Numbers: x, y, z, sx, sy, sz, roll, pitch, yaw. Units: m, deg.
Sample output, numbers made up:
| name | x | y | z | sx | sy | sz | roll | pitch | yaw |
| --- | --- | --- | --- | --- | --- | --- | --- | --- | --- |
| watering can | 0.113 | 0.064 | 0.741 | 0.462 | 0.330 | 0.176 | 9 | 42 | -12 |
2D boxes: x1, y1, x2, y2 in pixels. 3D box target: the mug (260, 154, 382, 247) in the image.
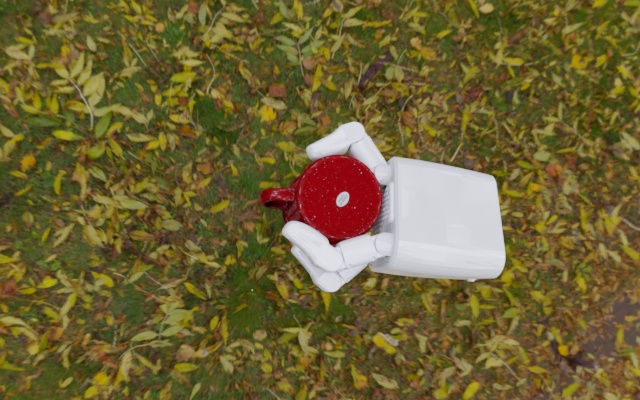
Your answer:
| name | x | y | z | sx | sy | sz | roll | pitch | yaw |
| --- | --- | --- | --- | --- | --- | --- | --- | --- | --- |
| mug | -0.001 | 0.001 | 0.467 | 0.117 | 0.093 | 0.081 | 9 | -12 | -8 |
